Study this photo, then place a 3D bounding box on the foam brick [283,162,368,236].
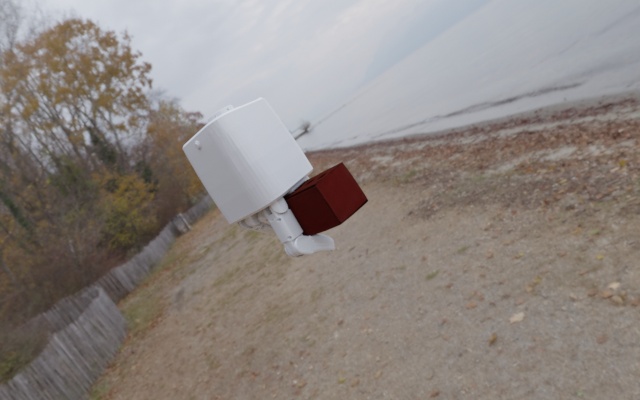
[{"bbox_3d":[0.000,0.002,0.521,0.078,0.051,0.053,-24,11,48],"label":"foam brick"}]
